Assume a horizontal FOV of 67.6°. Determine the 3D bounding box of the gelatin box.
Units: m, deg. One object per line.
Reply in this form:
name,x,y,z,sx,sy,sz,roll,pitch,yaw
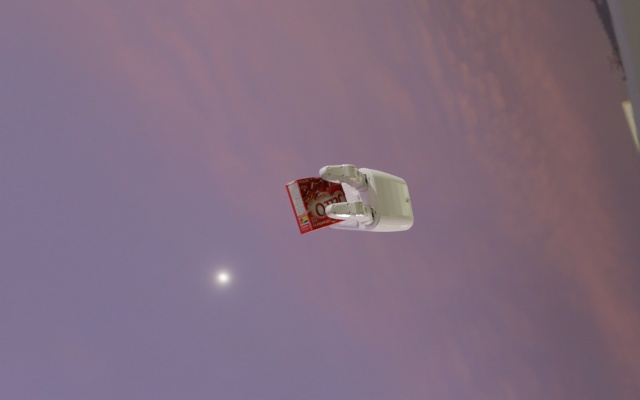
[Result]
gelatin box,0.000,0.002,0.680,0.089,0.073,0.030,-13,-6,-46
